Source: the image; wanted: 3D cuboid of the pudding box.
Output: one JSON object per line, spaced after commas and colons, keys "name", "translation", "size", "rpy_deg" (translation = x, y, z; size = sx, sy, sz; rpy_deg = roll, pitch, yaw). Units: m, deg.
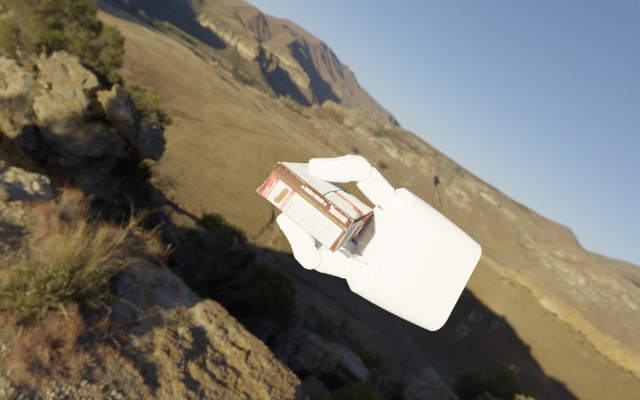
{"name": "pudding box", "translation": [0.000, 0.001, 0.467], "size": [0.090, 0.039, 0.113], "rpy_deg": [37, 10, 9]}
